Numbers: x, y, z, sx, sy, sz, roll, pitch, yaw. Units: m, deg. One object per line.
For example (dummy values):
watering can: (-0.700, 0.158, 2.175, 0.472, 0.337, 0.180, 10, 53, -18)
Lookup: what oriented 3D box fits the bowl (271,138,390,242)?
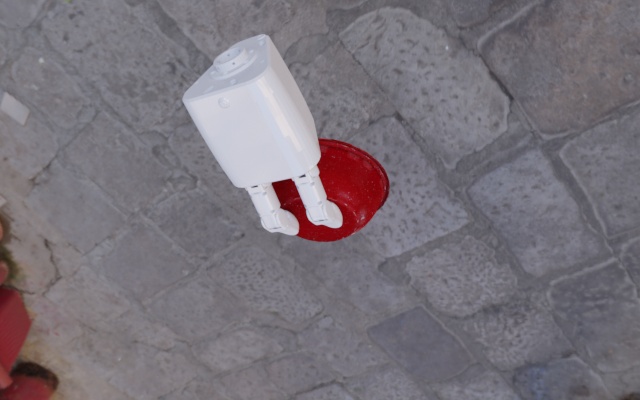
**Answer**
bowl: (0.001, 0.003, 0.566, 0.162, 0.055, 0.162, 5, -37, 4)
